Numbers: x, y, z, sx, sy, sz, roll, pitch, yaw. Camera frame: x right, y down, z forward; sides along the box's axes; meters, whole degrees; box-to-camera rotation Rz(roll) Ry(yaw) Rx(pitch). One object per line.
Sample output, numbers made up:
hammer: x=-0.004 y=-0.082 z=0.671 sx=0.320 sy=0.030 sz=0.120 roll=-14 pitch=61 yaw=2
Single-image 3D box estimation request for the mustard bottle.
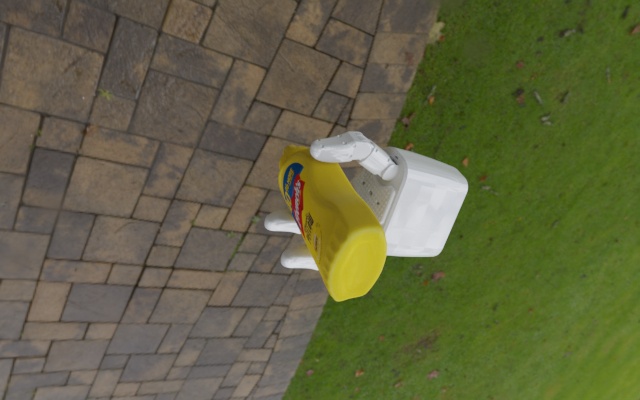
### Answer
mustard bottle: x=0.000 y=0.002 z=0.490 sx=0.058 sy=0.096 sz=0.191 roll=-11 pitch=43 yaw=-19
